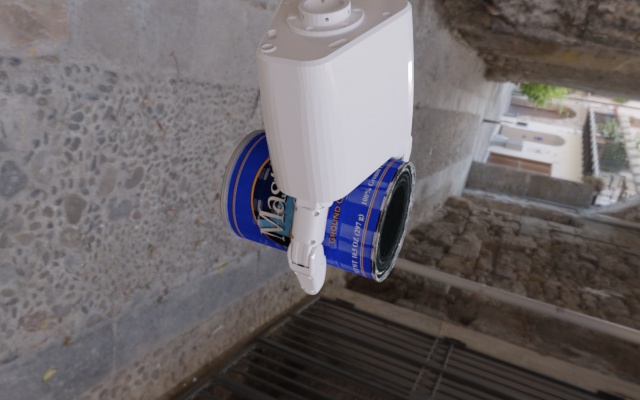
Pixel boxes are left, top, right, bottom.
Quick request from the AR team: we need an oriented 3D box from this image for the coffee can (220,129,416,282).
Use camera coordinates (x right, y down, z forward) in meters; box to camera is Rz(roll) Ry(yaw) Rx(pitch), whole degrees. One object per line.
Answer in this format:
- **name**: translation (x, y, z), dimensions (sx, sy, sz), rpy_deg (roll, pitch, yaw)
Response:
- **coffee can**: translation (0.000, 0.002, 0.418), dimensions (0.140, 0.103, 0.103), rpy_deg (15, 5, 21)
